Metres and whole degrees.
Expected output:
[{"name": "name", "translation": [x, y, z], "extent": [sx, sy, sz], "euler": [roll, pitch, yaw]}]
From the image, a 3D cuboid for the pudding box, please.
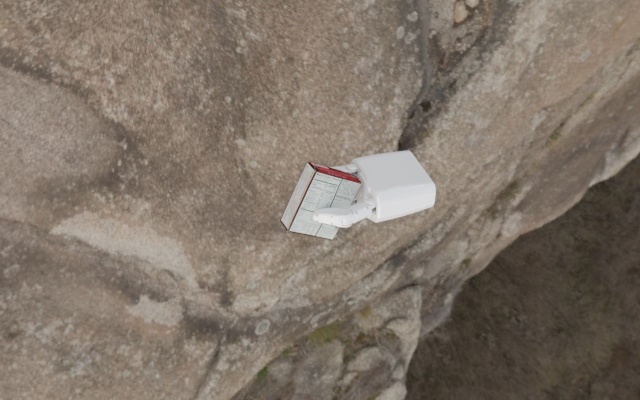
[{"name": "pudding box", "translation": [0.000, 0.003, 0.749], "extent": [0.090, 0.113, 0.039], "euler": [14, 20, -32]}]
